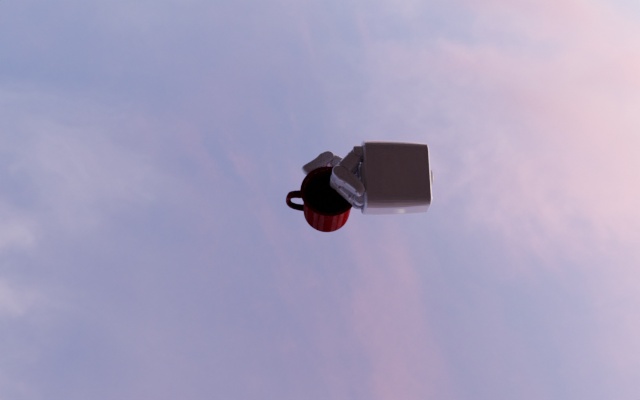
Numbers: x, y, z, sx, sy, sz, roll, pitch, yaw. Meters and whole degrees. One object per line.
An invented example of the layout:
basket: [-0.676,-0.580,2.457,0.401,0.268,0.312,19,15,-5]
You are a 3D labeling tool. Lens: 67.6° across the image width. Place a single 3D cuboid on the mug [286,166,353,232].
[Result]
mug: [-0.001,0.003,0.806,0.117,0.093,0.081,-1,-28,-3]
